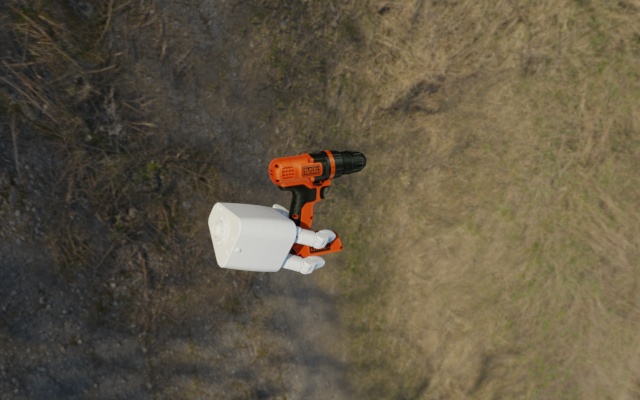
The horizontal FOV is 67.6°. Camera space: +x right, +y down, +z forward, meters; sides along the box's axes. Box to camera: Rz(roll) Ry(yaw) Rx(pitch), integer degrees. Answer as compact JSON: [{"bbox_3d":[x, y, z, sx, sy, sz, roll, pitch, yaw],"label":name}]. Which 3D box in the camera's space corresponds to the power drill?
[{"bbox_3d":[0.000,0.003,0.871,0.184,0.188,0.057,-8,16,-21],"label":"power drill"}]
